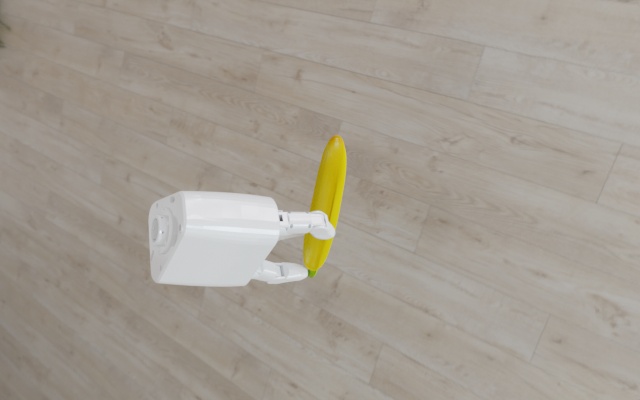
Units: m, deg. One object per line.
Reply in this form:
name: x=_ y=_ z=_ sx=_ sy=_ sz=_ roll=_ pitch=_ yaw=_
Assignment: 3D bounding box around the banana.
banana: x=0.004 y=0.005 z=0.625 sx=0.037 sy=0.198 sz=0.069 roll=13 pitch=-3 yaw=-13
